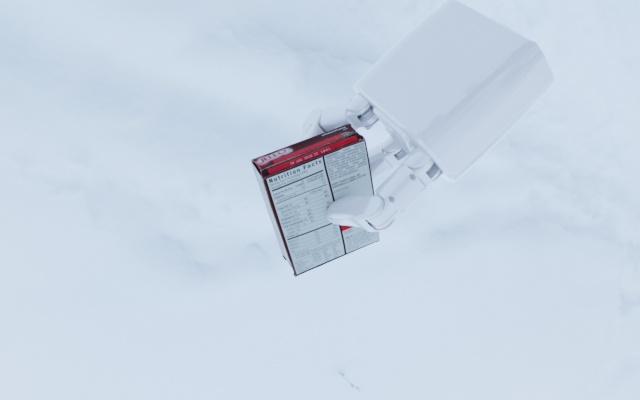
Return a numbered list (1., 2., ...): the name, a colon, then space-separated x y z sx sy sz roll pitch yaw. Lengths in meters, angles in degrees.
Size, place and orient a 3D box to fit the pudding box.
1. pudding box: 0.000 0.001 0.412 0.090 0.114 0.039 -21 35 -11
